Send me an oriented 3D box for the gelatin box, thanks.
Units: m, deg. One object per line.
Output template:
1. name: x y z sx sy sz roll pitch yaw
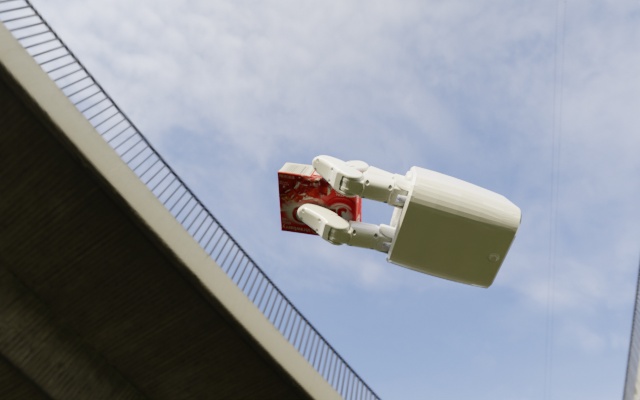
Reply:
1. gelatin box: 0.000 0.001 0.515 0.089 0.073 0.030 8 29 17
